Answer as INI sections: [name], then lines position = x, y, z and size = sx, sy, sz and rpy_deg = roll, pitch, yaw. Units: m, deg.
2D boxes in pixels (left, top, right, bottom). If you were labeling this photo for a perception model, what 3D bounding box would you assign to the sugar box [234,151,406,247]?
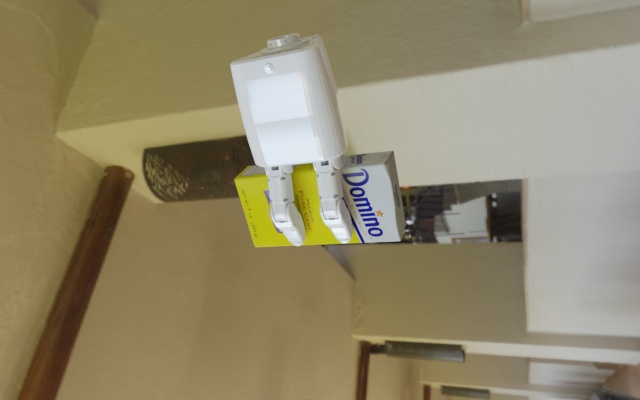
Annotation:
[sugar box]
position = 0.000, 0.002, 0.534
size = 0.176, 0.093, 0.048
rpy_deg = -4, 25, 23
